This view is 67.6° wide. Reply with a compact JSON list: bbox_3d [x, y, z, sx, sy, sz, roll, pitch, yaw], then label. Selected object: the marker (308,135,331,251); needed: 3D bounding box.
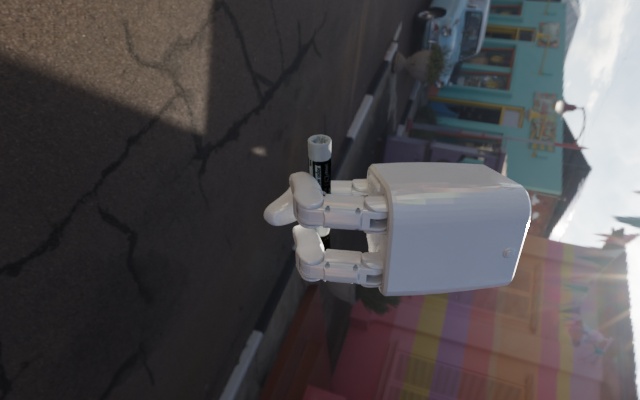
[{"bbox_3d":[0.000,0.001,0.412,0.020,0.121,0.020,-1,35,0],"label":"marker"}]
